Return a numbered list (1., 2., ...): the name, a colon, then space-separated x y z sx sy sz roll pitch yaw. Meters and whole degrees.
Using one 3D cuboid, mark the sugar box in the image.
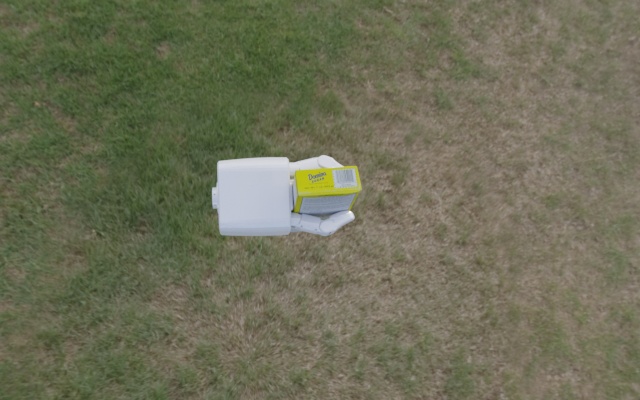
1. sugar box: 0.000 0.002 0.751 0.093 0.048 0.176 -4 -18 -10
